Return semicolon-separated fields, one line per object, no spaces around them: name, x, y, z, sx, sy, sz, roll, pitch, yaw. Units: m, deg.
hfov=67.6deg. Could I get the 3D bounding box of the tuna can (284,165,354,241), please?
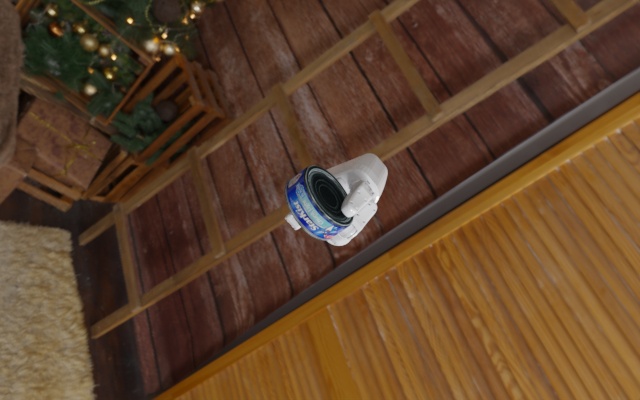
tuna can;0.000;0.002;0.559;0.034;0.086;0.086;-35;-18;28
